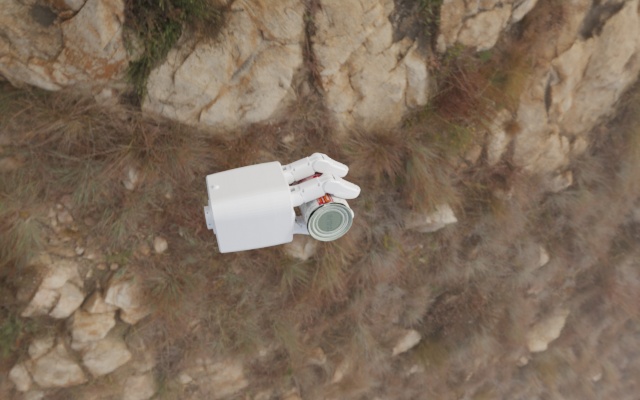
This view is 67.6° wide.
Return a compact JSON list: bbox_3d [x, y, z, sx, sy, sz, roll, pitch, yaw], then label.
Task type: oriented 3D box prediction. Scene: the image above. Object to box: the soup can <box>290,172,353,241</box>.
[{"bbox_3d":[0.001,0.002,0.694,0.068,0.068,0.102,0,35,-19],"label":"soup can"}]
